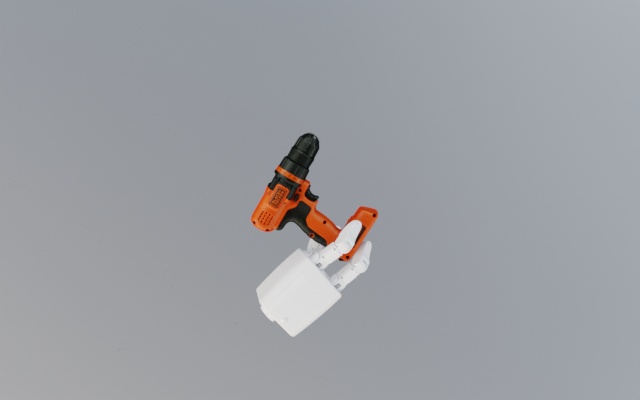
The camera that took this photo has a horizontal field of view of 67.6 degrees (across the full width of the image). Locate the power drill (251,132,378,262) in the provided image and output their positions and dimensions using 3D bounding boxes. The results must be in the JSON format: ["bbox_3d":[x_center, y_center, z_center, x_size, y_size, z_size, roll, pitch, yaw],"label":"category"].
[{"bbox_3d":[0.000,0.003,0.812,0.187,0.184,0.057,31,8,-4],"label":"power drill"}]
